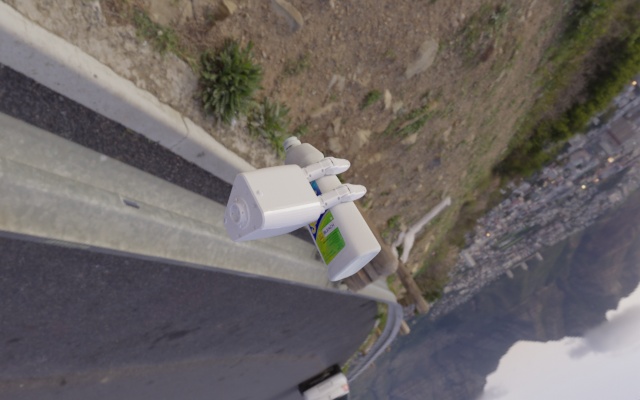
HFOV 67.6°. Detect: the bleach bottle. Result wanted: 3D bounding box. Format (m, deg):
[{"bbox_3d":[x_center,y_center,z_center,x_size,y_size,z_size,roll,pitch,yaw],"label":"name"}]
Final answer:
[{"bbox_3d":[0.000,0.003,0.807,0.068,0.250,0.103,-11,-27,-41],"label":"bleach bottle"}]
